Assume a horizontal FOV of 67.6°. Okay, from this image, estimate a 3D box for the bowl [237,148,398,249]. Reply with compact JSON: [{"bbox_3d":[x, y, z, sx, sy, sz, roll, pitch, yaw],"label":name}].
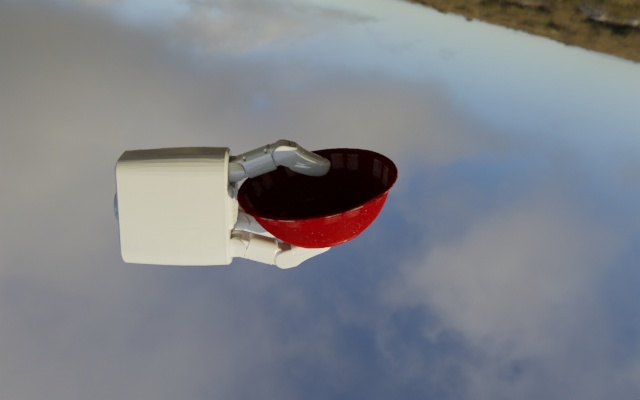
[{"bbox_3d":[0.001,0.002,0.486,0.162,0.055,0.162,-9,27,4],"label":"bowl"}]
